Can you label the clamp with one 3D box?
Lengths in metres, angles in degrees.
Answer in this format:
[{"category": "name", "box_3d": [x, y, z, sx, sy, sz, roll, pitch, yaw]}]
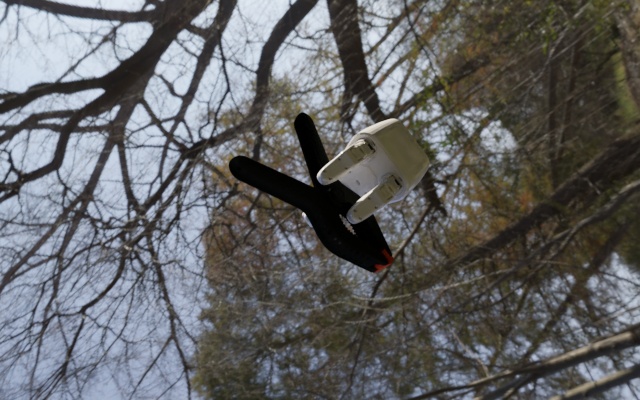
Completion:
[{"category": "clamp", "box_3d": [0.000, 0.003, 0.538, 0.036, 0.210, 0.164, -38, -1, 37]}]
